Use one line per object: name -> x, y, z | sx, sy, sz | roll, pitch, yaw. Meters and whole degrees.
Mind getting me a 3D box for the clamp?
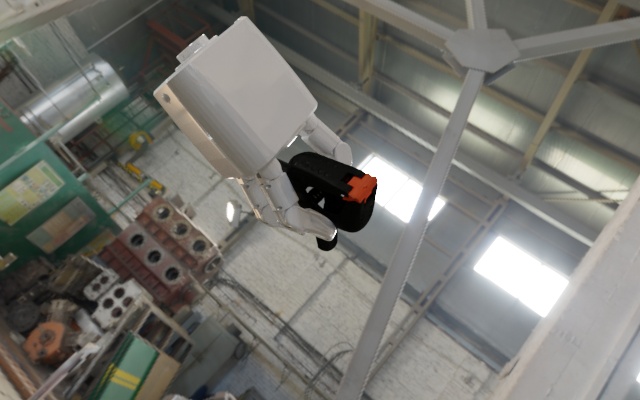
clamp -> 0.001, 0.001, 0.486 | 0.165, 0.036, 0.210 | 48, -20, -22
